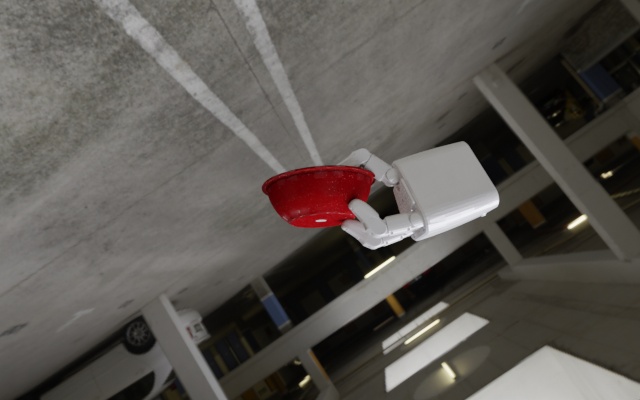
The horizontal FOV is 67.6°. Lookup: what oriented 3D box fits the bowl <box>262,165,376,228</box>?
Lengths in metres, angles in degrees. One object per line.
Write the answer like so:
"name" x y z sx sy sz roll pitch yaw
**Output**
"bowl" -0.001 0.003 0.666 0.162 0.055 0.162 -5 -14 -1
